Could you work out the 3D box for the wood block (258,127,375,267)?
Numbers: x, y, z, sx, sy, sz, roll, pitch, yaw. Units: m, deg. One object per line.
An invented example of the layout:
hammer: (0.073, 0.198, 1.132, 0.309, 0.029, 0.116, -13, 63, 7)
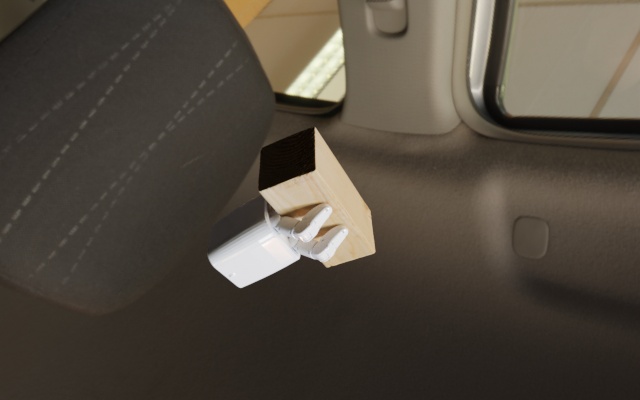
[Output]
wood block: (0.000, 0.002, 0.717, 0.090, 0.090, 0.206, -20, -44, 18)
